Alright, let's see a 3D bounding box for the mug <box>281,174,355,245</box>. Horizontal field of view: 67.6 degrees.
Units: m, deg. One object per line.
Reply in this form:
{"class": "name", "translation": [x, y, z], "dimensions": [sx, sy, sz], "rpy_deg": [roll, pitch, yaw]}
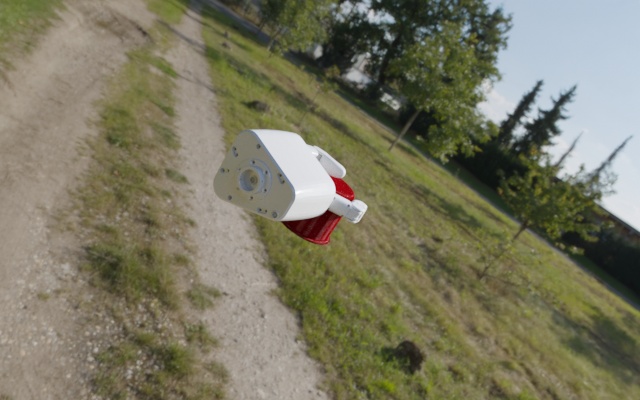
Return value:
{"class": "mug", "translation": [0.001, 0.002, 0.695], "dimensions": [0.093, 0.081, 0.117], "rpy_deg": [39, 18, 16]}
